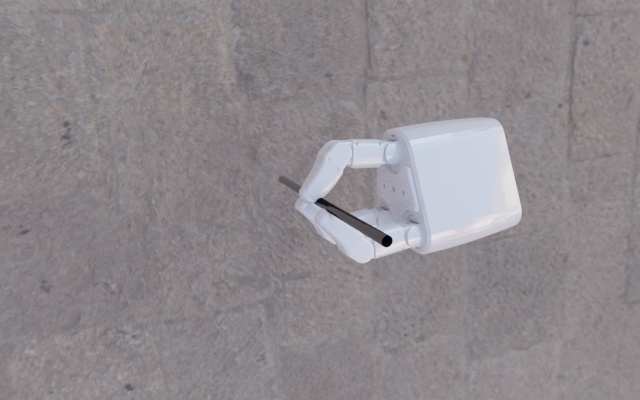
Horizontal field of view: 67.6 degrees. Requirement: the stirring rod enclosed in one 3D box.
[{"bbox_3d":[0.000,0.001,0.409,0.011,0.011,0.239,0,12,-21],"label":"stirring rod"}]
